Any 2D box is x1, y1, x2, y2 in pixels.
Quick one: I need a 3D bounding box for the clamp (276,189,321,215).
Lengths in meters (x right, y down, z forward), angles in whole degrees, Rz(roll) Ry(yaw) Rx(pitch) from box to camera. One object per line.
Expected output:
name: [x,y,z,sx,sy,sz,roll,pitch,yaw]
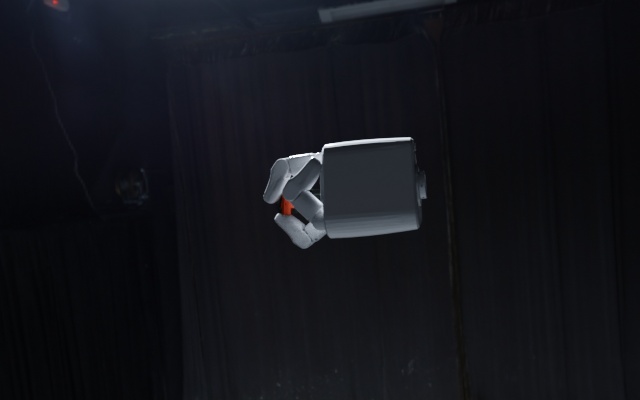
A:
clamp: [0.000,0.002,0.666,0.120,0.039,0.171,-6,3,15]
